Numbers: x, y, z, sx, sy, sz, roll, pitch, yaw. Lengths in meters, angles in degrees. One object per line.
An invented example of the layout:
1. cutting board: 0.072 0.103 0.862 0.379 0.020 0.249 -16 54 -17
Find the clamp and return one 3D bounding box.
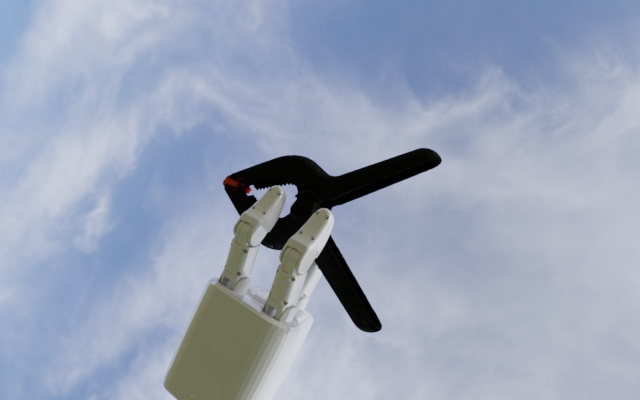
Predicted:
1. clamp: 0.000 0.002 0.448 0.210 0.164 0.036 25 -5 29
